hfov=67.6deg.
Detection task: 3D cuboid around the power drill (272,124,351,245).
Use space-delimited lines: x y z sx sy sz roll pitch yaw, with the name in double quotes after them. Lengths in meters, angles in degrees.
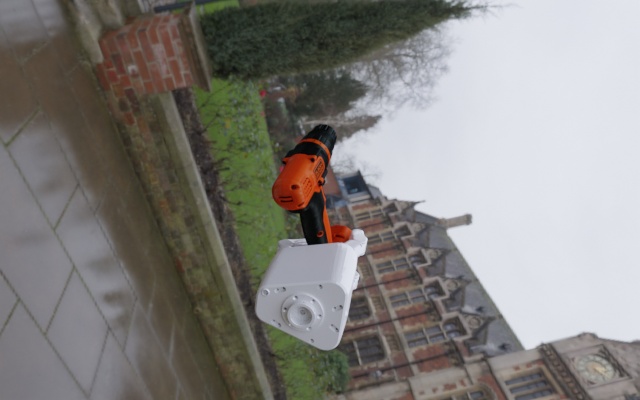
0.000 0.003 0.687 0.057 0.188 0.184 -4 33 25 "power drill"
